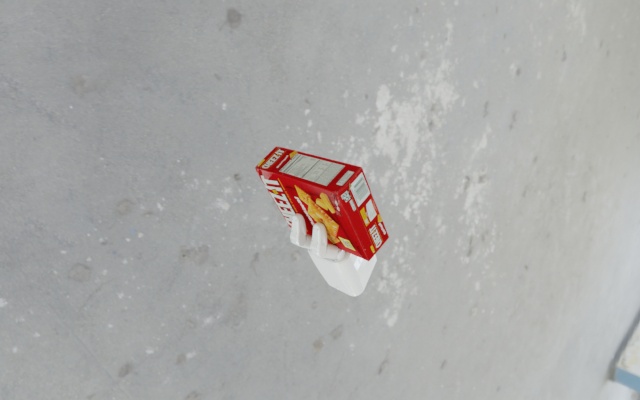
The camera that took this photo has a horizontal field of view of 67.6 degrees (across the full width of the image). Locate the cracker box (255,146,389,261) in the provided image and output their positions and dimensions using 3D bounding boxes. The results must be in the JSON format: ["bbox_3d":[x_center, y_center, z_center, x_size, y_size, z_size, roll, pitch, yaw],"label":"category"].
[{"bbox_3d":[0.000,0.003,0.843,0.213,0.164,0.072,18,55,43],"label":"cracker box"}]
